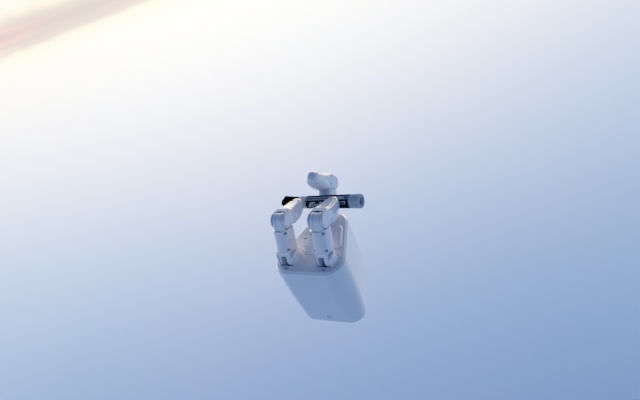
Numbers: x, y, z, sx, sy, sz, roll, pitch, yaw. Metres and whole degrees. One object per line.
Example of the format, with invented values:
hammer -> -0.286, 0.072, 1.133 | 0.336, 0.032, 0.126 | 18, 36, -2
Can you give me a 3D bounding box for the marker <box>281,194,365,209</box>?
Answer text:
marker -> 0.000, 0.002, 0.631 | 0.121, 0.020, 0.020 | -2, -1, 30
